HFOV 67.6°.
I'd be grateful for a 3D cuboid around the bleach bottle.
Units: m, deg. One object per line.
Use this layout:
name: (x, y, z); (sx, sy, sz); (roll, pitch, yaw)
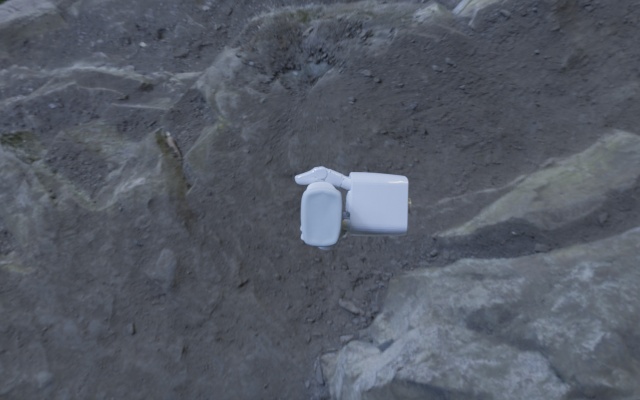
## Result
bleach bottle: (0.000, 0.003, 0.884); (0.068, 0.102, 0.250); (1, 13, -1)
